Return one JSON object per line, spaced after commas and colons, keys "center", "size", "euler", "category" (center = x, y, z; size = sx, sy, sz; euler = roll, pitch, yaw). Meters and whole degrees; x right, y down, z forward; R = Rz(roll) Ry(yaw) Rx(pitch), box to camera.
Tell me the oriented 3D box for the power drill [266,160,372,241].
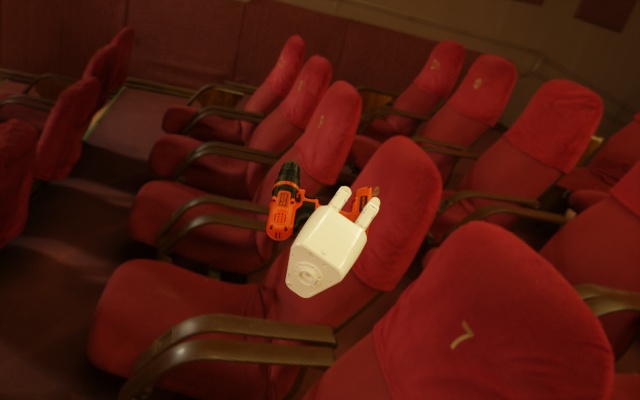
{"center": [0.001, 0.003, 0.898], "size": [0.187, 0.184, 0.057], "euler": [6, -39, 2], "category": "power drill"}
